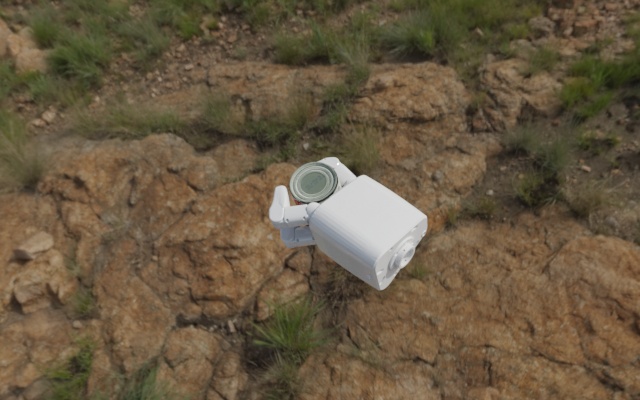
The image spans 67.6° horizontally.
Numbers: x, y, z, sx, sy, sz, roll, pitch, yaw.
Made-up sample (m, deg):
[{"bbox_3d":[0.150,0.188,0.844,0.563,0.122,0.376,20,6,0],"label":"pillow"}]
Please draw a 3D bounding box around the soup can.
[{"bbox_3d":[0.000,0.002,0.667,0.068,0.068,0.102,0,-32,14],"label":"soup can"}]
